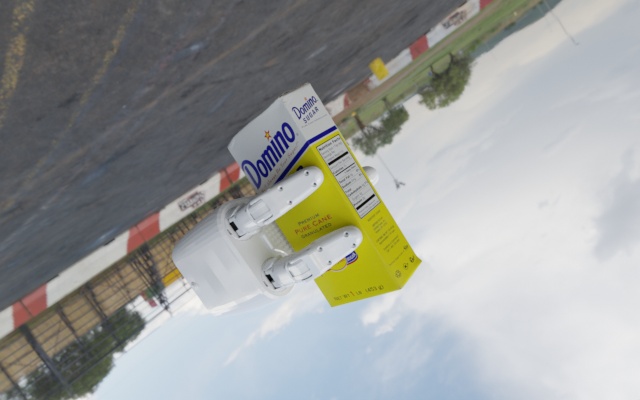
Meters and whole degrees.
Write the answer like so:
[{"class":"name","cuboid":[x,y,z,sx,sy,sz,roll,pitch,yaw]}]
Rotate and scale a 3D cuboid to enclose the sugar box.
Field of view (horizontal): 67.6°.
[{"class":"sugar box","cuboid":[0.000,0.002,0.405,0.093,0.176,0.048,-30,7,47]}]
